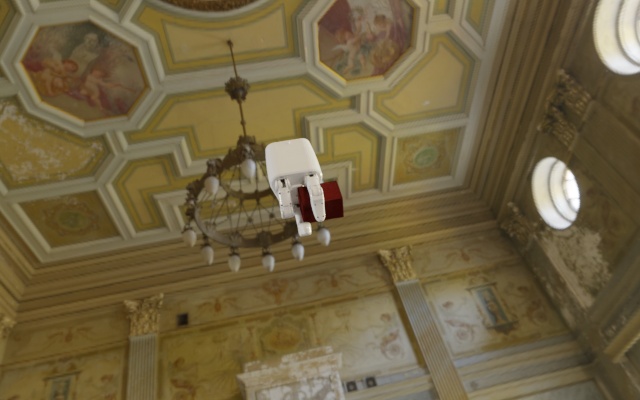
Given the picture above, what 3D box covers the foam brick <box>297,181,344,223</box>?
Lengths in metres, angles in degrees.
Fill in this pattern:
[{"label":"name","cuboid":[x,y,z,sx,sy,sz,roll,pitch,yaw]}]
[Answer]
[{"label":"foam brick","cuboid":[0.000,0.003,0.894,0.078,0.053,0.051,-10,44,-7]}]
